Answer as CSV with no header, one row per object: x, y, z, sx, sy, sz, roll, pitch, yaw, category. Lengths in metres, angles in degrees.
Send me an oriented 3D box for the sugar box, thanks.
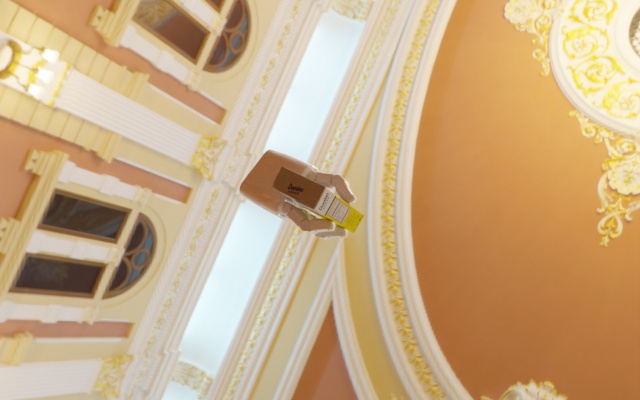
0.000,0.003,0.817,0.093,0.048,0.176,27,-1,30,sugar box
